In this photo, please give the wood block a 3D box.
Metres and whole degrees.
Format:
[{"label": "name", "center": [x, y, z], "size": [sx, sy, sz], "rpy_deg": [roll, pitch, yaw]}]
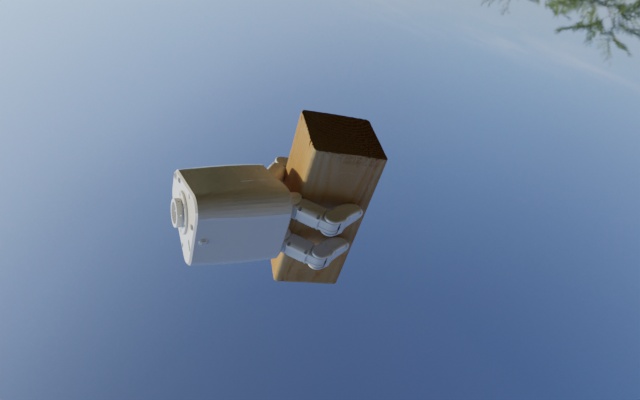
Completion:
[{"label": "wood block", "center": [0.000, 0.002, 0.607], "size": [0.090, 0.206, 0.090], "rpy_deg": [6, 38, -18]}]
